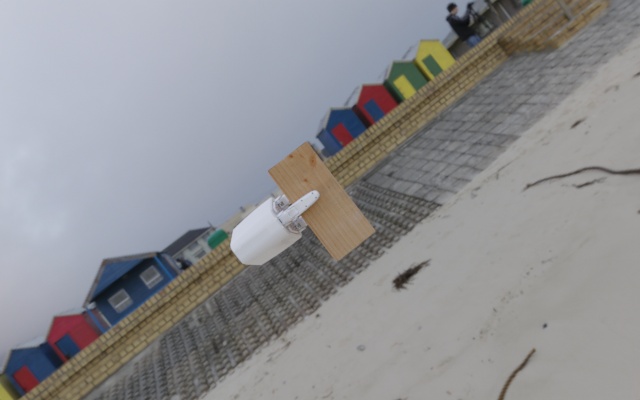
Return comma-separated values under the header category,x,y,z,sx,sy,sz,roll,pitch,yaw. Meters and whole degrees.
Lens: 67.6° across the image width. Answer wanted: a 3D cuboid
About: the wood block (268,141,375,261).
category,x,y,z,sx,sy,sz,roll,pitch,yaw
wood block,0.000,0.003,0.897,0.090,0.206,0.091,-38,1,-4
